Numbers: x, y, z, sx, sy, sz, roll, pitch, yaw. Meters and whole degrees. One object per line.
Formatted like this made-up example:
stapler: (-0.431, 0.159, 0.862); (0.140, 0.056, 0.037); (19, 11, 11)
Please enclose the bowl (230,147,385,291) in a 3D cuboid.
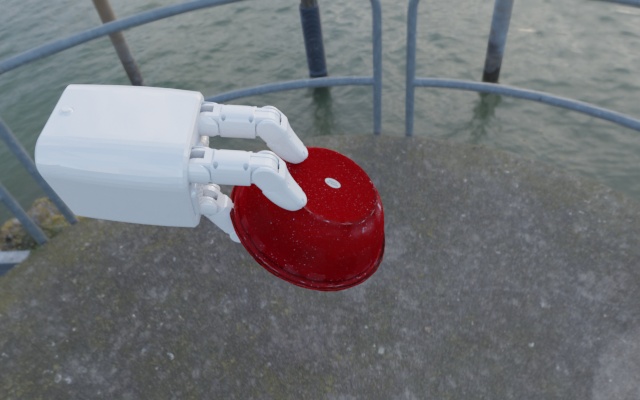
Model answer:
bowl: (0.001, 0.001, 0.449); (0.162, 0.162, 0.055); (0, -38, -28)
